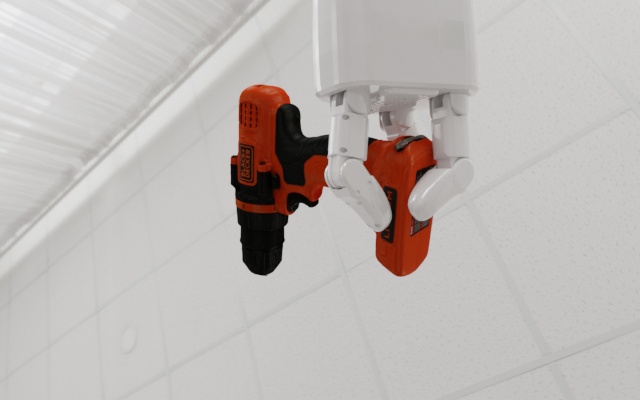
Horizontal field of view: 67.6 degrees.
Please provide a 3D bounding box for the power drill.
[{"bbox_3d":[0.000,0.001,0.411,0.187,0.184,0.057,15,24,31],"label":"power drill"}]
